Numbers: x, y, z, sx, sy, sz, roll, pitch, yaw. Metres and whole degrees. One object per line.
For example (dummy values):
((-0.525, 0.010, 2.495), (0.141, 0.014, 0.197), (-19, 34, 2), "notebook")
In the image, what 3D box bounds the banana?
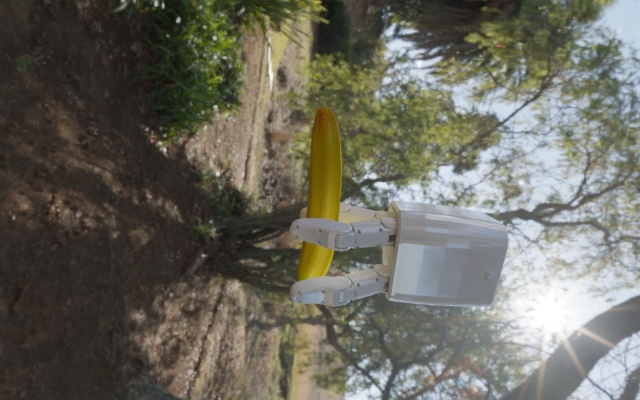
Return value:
((0.001, 0.005, 0.505), (0.037, 0.198, 0.069), (6, 1, 5), "banana")
